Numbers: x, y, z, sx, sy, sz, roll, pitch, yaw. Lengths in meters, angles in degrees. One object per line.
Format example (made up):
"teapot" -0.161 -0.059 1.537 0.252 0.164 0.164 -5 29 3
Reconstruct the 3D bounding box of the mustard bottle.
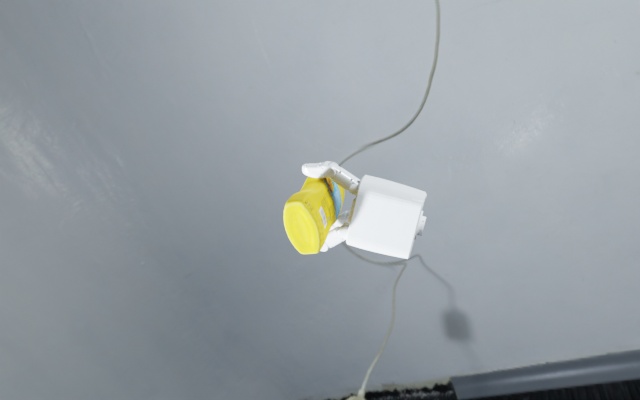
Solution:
"mustard bottle" 0.000 0.003 0.813 0.058 0.096 0.191 -8 24 24
